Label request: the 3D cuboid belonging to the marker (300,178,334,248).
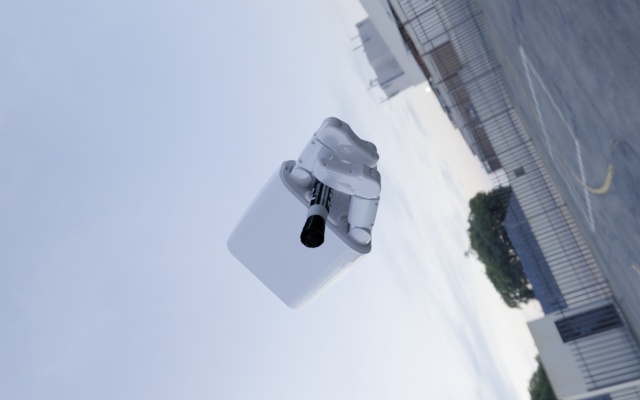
[{"bbox_3d":[0.000,0.001,0.407,0.020,0.020,0.121,0,30,8],"label":"marker"}]
